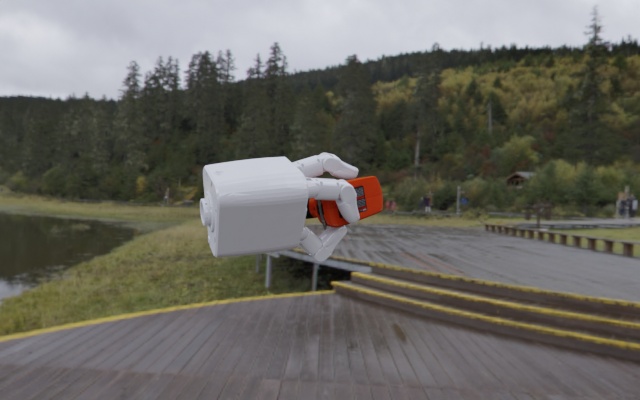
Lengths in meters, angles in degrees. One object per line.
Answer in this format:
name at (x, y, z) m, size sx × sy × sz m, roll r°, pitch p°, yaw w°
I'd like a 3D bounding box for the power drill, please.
power drill at (0.000, 0.002, 0.710) m, size 0.184 × 0.057 × 0.187 m, roll -17°, pitch 7°, yaw -39°
